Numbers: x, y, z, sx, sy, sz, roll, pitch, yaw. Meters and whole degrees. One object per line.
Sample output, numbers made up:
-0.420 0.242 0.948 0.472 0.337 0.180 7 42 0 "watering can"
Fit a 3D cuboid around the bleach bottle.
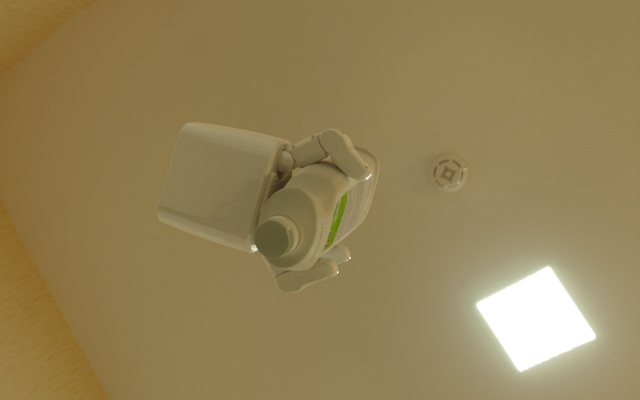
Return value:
0.000 0.002 0.469 0.068 0.102 0.251 15 13 13 "bleach bottle"
